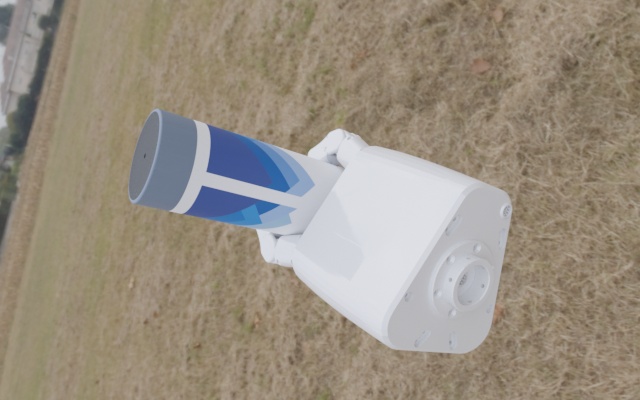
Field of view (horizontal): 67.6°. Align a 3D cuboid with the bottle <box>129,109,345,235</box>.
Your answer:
[{"bbox_3d":[0.000,0.001,0.402,0.296,0.069,0.069,15,-8,-33],"label":"bottle"}]
